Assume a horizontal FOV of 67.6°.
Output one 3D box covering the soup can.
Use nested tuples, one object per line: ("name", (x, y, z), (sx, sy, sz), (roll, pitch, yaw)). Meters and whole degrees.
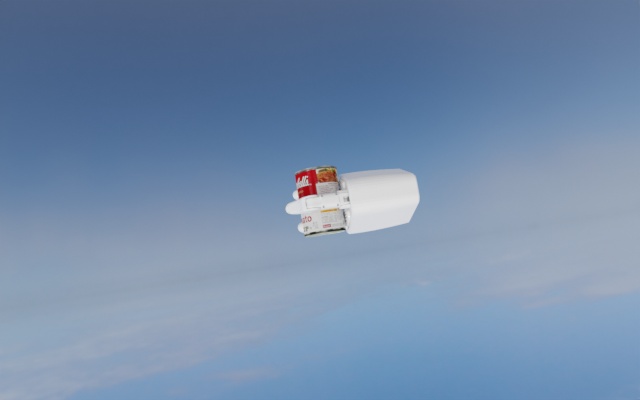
("soup can", (0.000, 0.003, 0.753), (0.068, 0.102, 0.068), (-9, -7, -1))
